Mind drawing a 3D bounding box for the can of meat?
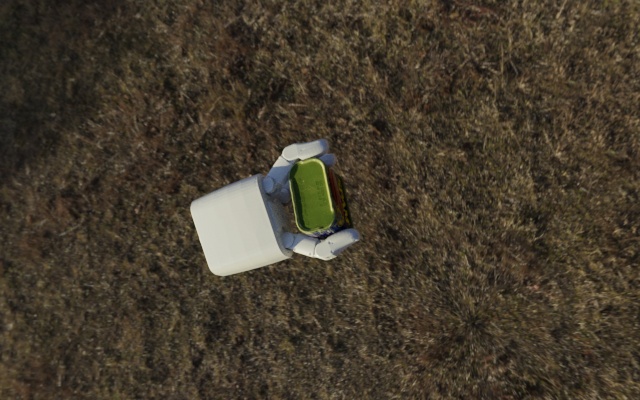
[{"bbox_3d":[0.000,0.002,0.631,0.057,0.102,0.084,-16,-18,14],"label":"can of meat"}]
